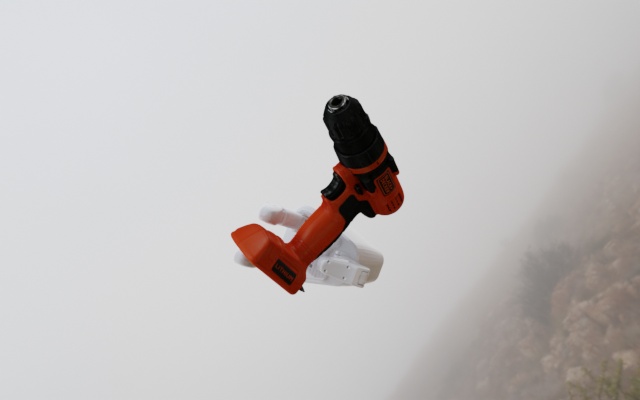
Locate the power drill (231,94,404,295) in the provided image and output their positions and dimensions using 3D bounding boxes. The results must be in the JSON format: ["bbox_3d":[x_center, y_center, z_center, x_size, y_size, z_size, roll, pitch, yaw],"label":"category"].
[{"bbox_3d":[0.000,0.002,0.506,0.057,0.187,0.184,45,-6,41],"label":"power drill"}]
